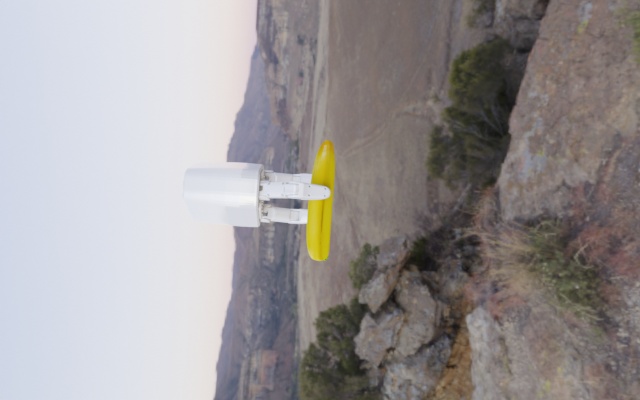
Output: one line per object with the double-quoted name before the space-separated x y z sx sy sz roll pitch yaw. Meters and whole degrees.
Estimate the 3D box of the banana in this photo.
"banana" 0.000 0.011 0.714 0.037 0.198 0.069 4 19 0
